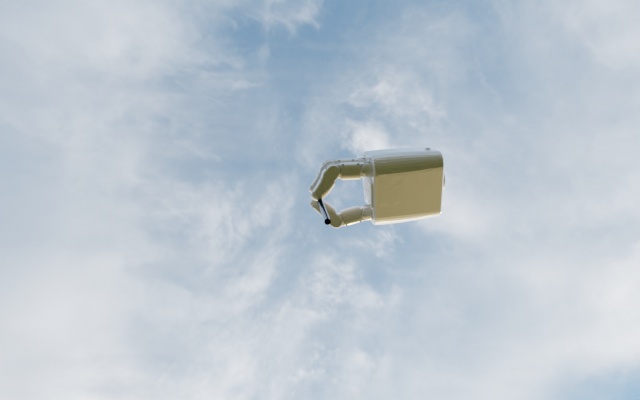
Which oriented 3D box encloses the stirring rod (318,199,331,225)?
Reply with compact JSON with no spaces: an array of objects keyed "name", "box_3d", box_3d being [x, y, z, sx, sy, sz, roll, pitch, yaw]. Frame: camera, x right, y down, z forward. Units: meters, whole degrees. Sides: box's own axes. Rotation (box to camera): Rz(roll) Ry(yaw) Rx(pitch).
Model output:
[{"name":"stirring rod","box_3d":[0.000,0.002,0.691,0.011,0.011,0.239,0,11,-4]}]
